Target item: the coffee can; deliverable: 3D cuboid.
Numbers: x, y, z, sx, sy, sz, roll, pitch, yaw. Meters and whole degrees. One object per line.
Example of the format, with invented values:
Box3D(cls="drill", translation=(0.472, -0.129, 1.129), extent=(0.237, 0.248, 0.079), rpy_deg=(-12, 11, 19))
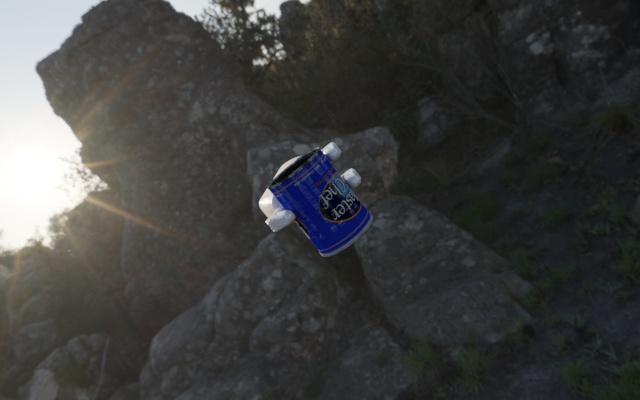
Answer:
Box3D(cls="coffee can", translation=(0.000, 0.003, 0.745), extent=(0.103, 0.140, 0.102), rpy_deg=(-36, 12, 9))
